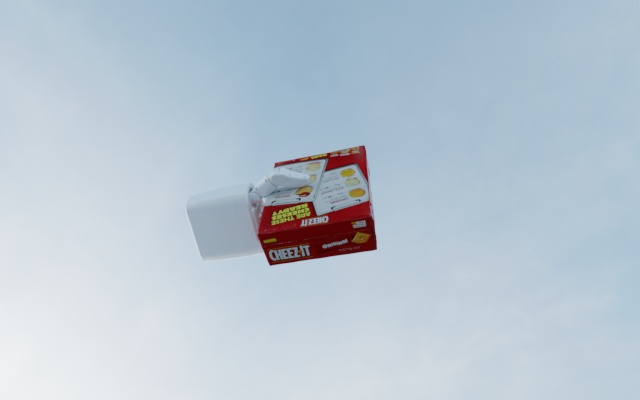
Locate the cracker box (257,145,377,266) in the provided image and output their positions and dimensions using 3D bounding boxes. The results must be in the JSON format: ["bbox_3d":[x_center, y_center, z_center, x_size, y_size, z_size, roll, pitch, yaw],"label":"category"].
[{"bbox_3d":[0.000,0.002,0.755,0.164,0.072,0.213,-10,32,9],"label":"cracker box"}]
